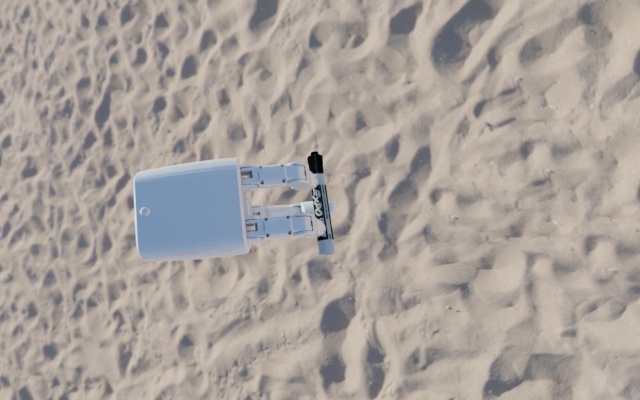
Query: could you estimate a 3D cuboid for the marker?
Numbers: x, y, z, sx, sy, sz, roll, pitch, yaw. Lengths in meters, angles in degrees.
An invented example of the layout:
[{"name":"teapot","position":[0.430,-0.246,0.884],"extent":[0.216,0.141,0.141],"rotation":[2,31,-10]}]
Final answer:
[{"name":"marker","position":[0.000,0.002,0.547],"extent":[0.020,0.121,0.020],"rotation":[-7,-13,-2]}]
